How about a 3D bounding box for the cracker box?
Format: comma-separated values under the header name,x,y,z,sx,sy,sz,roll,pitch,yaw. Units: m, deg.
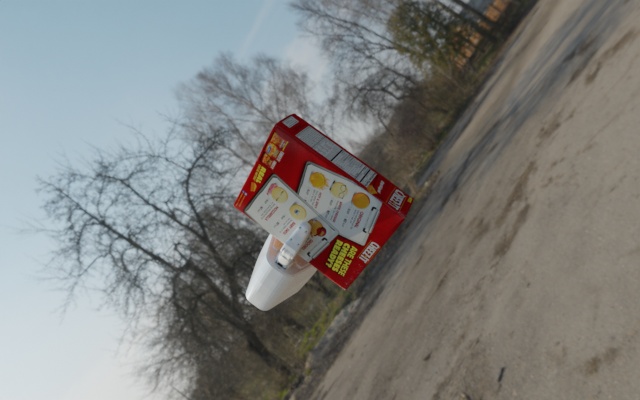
name,x,y,z,sx,sy,sz,roll,pitch,yaw
cracker box,0.000,0.002,0.692,0.213,0.164,0.072,36,35,4
